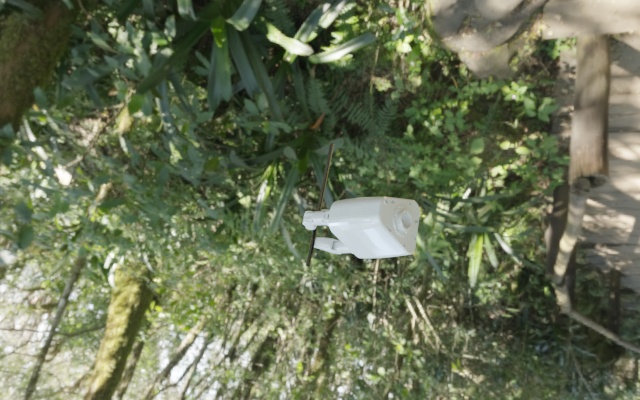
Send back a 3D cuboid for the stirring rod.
[{"bbox_3d":[0.000,0.003,0.881,0.011,0.239,0.011,10,-19,3],"label":"stirring rod"}]
